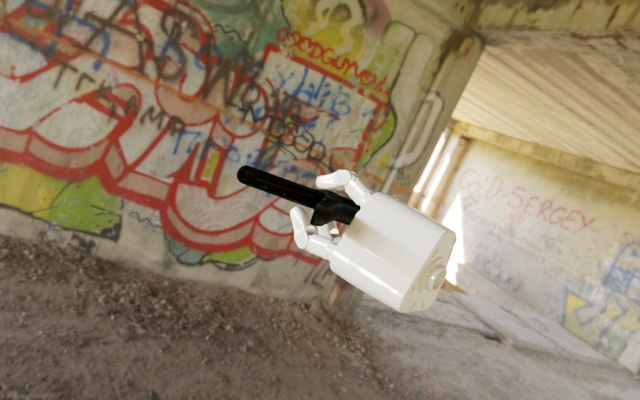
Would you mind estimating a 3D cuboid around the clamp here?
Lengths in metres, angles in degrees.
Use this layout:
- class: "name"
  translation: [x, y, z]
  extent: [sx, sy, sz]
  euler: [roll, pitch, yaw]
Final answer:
- class: "clamp"
  translation: [0.001, 0.001, 0.639]
  extent: [0.164, 0.036, 0.210]
  euler: [28, 9, 36]
